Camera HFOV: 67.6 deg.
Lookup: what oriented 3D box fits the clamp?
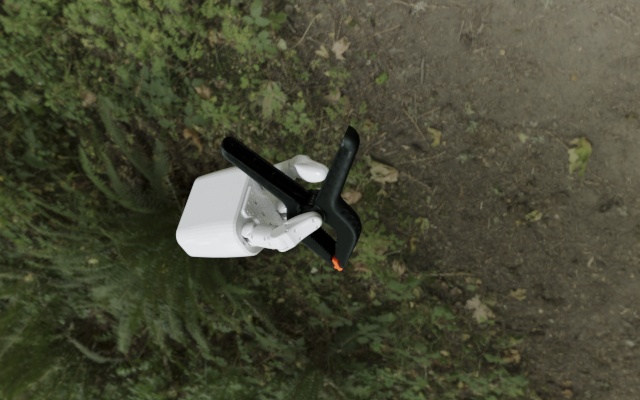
[{"bbox_3d":[0.000,0.003,0.542,0.164,0.210,0.036,-6,41,34],"label":"clamp"}]
